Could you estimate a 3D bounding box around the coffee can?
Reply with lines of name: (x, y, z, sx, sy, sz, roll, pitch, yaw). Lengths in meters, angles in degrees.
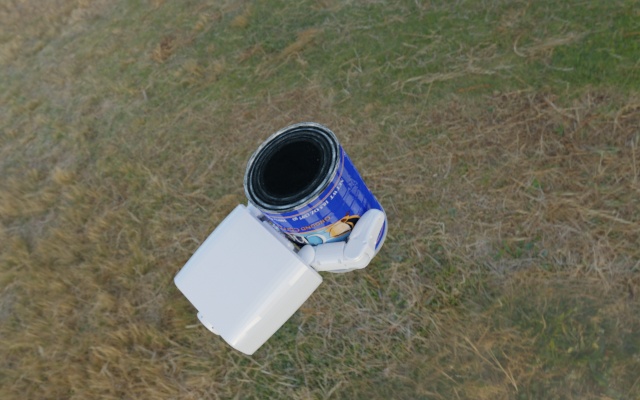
coffee can: (0.000, 0.002, 0.501, 0.103, 0.102, 0.140, 0, -30, 29)
